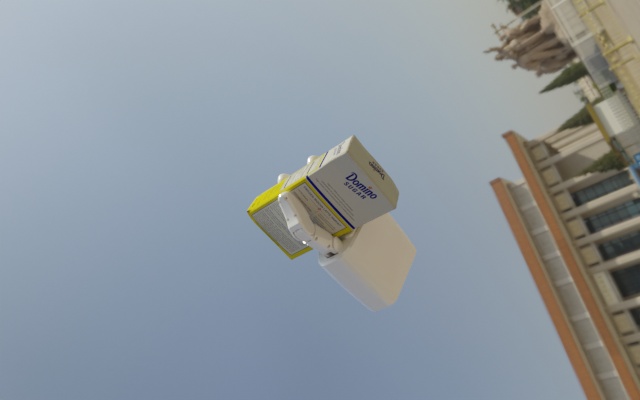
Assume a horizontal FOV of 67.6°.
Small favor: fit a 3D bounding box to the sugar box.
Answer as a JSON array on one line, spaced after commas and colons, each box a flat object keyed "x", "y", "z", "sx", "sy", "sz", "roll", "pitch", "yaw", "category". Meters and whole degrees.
[{"x": 0.000, "y": 0.002, "z": 0.592, "sx": 0.176, "sy": 0.093, "sz": 0.048, "roll": -30, "pitch": 22, "yaw": 32, "category": "sugar box"}]
